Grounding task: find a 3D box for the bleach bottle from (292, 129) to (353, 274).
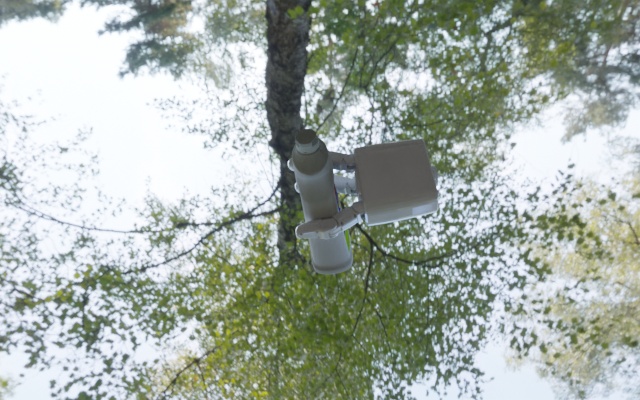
[{"bbox_3d":[0.000,0.002,0.706,0.068,0.102,0.251,-9,-40,3],"label":"bleach bottle"}]
